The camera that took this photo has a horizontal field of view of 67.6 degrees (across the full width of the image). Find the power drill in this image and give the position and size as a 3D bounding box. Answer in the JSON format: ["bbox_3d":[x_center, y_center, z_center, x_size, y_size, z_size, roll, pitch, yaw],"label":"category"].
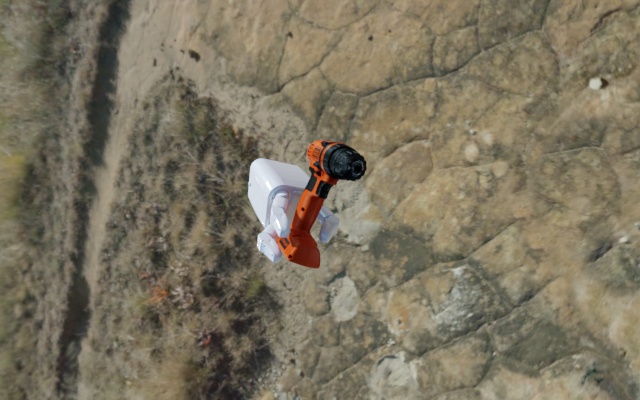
[{"bbox_3d":[0.000,0.003,0.717,0.057,0.187,0.184,20,6,-18],"label":"power drill"}]
